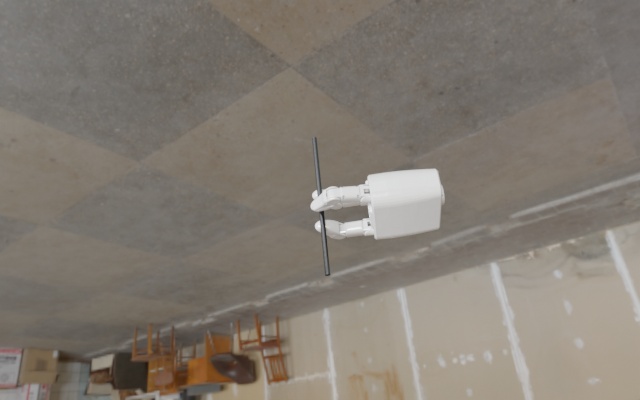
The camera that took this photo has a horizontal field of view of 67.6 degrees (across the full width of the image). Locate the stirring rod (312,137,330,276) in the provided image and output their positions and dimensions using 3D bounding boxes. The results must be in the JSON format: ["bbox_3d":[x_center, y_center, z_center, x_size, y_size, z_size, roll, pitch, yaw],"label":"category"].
[{"bbox_3d":[0.000,0.002,0.760,0.011,0.239,0.011,-5,-25,-2],"label":"stirring rod"}]
